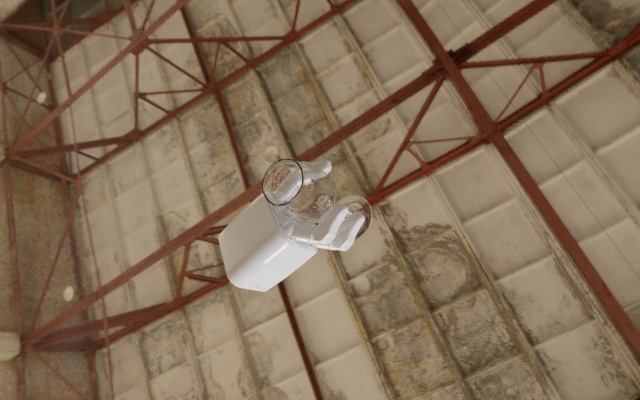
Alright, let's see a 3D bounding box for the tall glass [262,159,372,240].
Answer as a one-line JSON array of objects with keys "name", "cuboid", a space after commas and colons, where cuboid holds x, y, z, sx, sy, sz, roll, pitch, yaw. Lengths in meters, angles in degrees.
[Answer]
[{"name": "tall glass", "cuboid": [0.001, 0.002, 0.675, 0.079, 0.079, 0.201, 0, -15, 30]}]
